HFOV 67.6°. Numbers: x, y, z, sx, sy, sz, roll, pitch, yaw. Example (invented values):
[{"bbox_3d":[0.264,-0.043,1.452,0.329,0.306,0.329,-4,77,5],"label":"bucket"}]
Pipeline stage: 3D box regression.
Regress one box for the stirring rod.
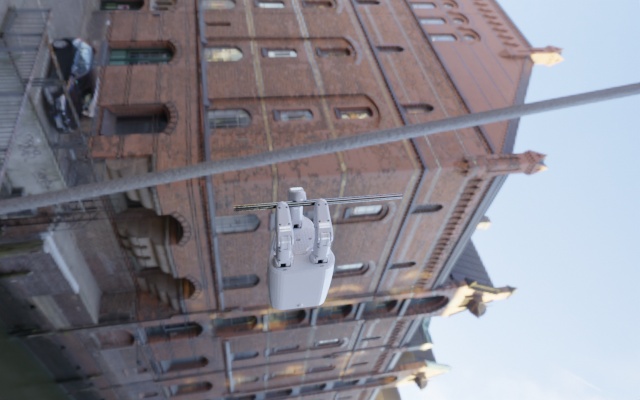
[{"bbox_3d":[0.000,0.002,0.670,0.239,0.011,0.011,-4,1,-11],"label":"stirring rod"}]
